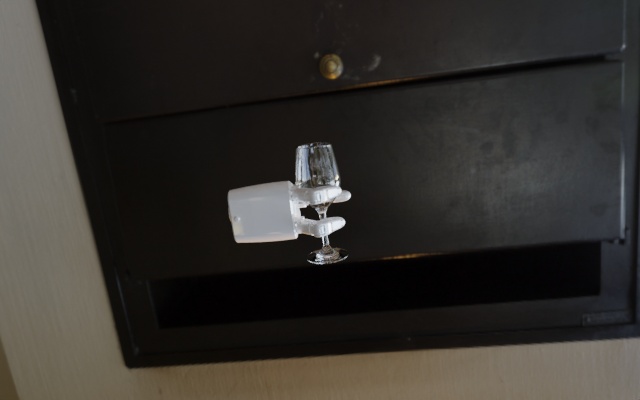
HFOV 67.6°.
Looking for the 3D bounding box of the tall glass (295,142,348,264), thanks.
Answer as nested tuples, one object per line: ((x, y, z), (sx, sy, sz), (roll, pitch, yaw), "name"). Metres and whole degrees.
((0.000, 0.003, 0.824), (0.079, 0.201, 0.079), (-7, 13, 2), "tall glass")
